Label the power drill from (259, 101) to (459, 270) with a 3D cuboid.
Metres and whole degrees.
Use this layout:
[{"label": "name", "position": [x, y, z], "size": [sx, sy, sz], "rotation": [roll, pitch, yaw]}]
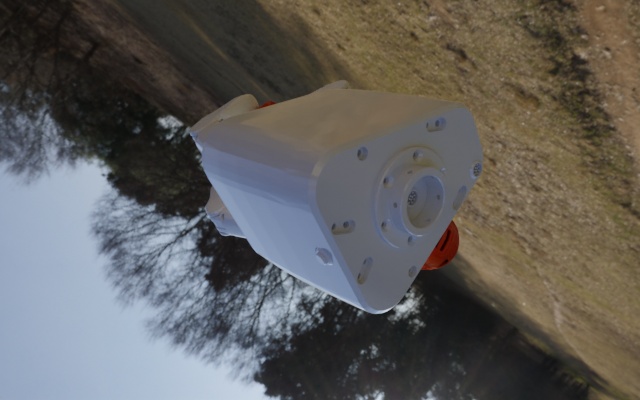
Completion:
[{"label": "power drill", "position": [0.000, 0.001, 0.414], "size": [0.188, 0.057, 0.184], "rotation": [32, -19, -19]}]
